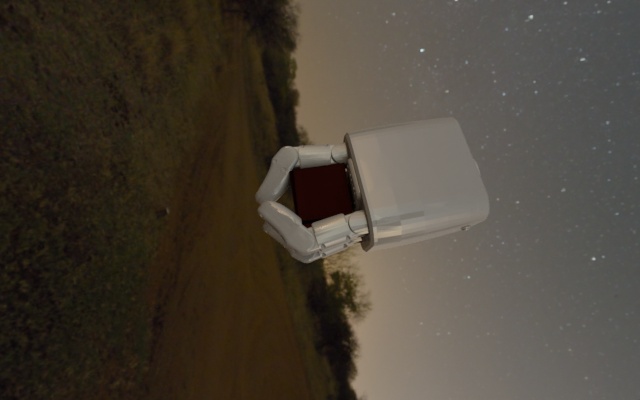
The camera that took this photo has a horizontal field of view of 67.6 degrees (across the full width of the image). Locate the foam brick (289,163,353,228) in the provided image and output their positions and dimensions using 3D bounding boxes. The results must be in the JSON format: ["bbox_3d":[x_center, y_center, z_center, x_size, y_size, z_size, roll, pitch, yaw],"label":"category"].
[{"bbox_3d":[0.000,0.001,0.463,0.051,0.053,0.078,-9,-11,-3],"label":"foam brick"}]
